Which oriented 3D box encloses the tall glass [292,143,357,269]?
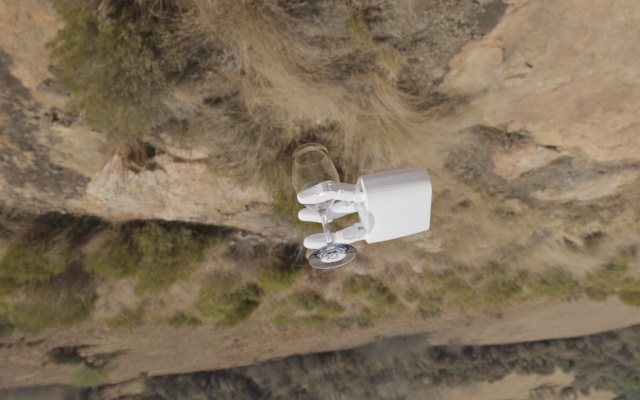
[{"bbox_3d":[0.000,0.003,0.764,0.079,0.201,0.079,-9,-33,-6],"label":"tall glass"}]
